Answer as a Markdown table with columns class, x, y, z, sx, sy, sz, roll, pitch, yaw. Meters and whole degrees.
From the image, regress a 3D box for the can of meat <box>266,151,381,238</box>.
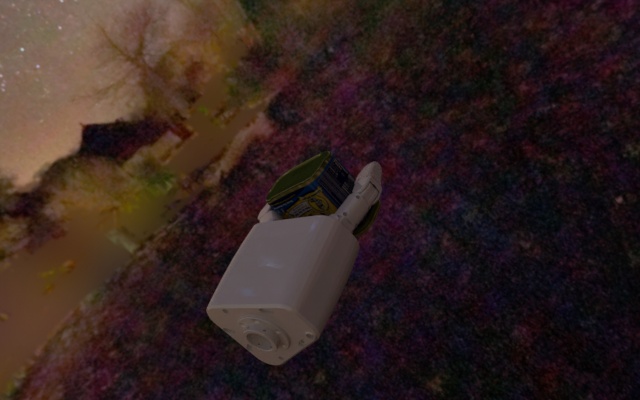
| class | x | y | z | sx | sy | sz | roll | pitch | yaw |
| --- | --- | --- | --- | --- | --- | --- | --- | --- | --- |
| can of meat | 0.000 | 0.001 | 0.524 | 0.102 | 0.084 | 0.057 | -24 | 27 | 45 |
